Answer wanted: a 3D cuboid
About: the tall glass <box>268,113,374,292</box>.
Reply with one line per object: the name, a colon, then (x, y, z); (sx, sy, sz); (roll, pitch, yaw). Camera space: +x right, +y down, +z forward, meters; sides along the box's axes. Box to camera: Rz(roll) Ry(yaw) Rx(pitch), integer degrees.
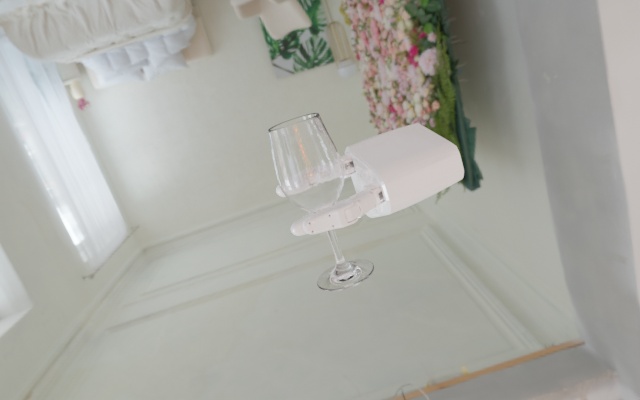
tall glass: (0.000, 0.003, 0.564); (0.079, 0.201, 0.079); (-18, 16, 5)
